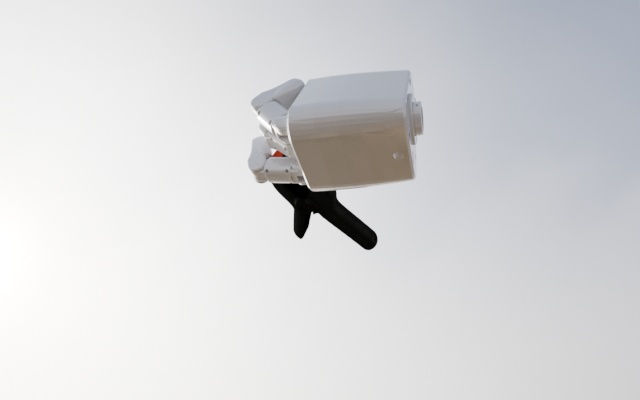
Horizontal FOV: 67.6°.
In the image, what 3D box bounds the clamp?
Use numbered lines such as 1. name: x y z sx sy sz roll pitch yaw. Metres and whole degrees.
1. clamp: 0.000 0.001 0.556 0.120 0.039 0.172 6 -34 24
